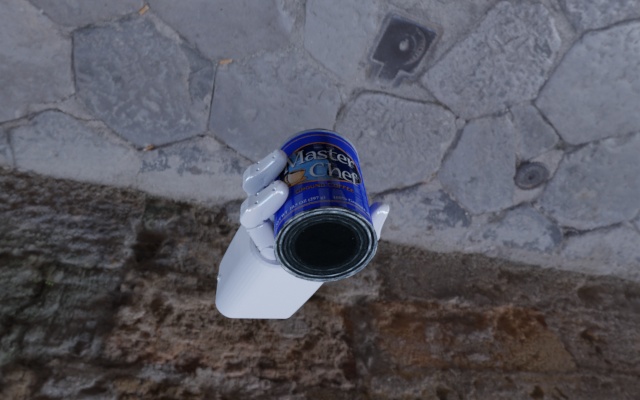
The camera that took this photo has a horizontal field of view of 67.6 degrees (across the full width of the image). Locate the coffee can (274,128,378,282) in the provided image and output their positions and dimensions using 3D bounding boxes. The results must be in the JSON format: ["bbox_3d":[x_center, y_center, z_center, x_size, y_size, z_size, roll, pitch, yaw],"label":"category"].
[{"bbox_3d":[0.000,0.001,0.518,0.103,0.103,0.140,0,40,-6],"label":"coffee can"}]
